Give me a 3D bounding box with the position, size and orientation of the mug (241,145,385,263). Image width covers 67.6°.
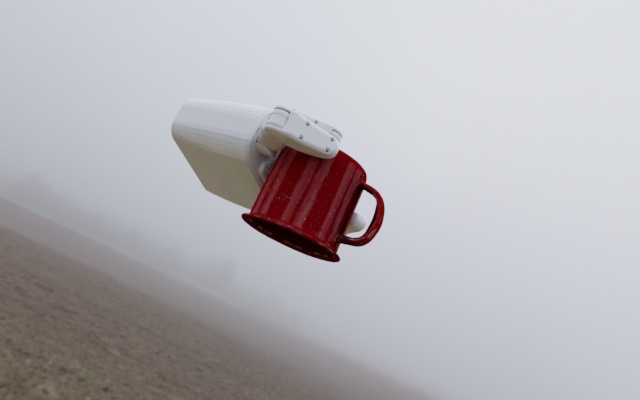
[{"bbox_3d":[0.001,0.001,0.414,0.117,0.081,0.093,16,-17,29],"label":"mug"}]
